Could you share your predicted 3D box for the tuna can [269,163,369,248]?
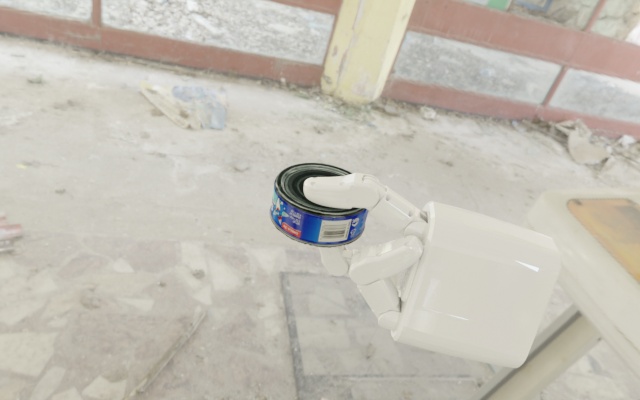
[{"bbox_3d":[0.000,0.001,0.416,0.086,0.034,0.086,8,33,-5],"label":"tuna can"}]
